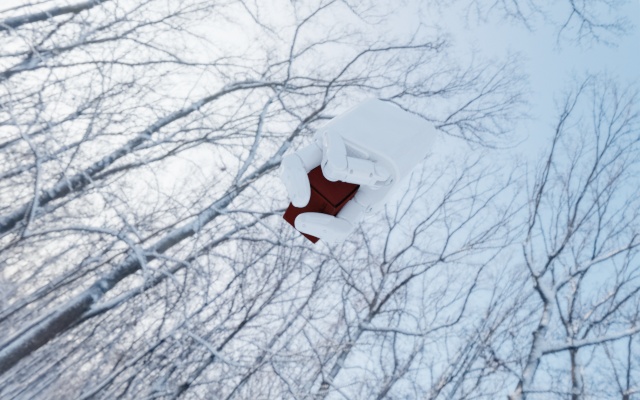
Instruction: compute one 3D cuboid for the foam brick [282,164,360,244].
[{"bbox_3d":[0.000,0.002,0.551,0.051,0.053,0.078,-42,-12,-40],"label":"foam brick"}]
